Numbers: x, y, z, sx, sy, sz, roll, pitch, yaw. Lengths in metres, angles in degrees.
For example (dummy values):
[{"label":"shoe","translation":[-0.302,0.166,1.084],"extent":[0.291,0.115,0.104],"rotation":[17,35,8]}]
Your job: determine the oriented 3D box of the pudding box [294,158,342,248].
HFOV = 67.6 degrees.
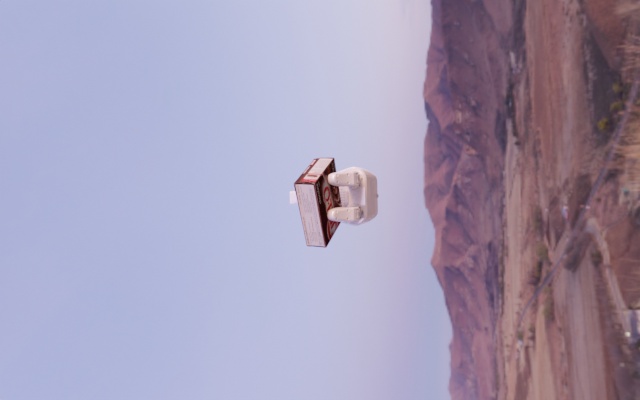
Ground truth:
[{"label":"pudding box","translation":[0.000,0.002,0.736],"extent":[0.039,0.113,0.090],"rotation":[-1,29,22]}]
